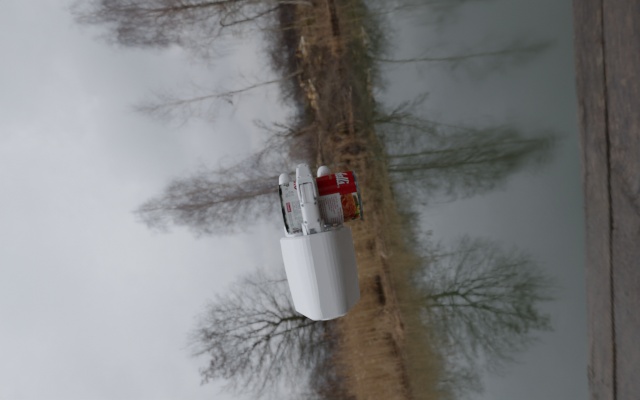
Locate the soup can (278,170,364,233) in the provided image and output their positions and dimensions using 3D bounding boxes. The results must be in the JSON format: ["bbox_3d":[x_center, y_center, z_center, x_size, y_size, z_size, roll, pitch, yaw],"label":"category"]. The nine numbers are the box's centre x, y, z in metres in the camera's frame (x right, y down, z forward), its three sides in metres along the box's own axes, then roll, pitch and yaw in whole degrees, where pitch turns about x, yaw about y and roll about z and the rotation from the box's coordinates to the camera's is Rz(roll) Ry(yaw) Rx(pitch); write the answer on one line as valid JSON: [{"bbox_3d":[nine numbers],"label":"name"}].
[{"bbox_3d":[0.000,0.002,0.633,0.102,0.068,0.068,-10,0,-1],"label":"soup can"}]
